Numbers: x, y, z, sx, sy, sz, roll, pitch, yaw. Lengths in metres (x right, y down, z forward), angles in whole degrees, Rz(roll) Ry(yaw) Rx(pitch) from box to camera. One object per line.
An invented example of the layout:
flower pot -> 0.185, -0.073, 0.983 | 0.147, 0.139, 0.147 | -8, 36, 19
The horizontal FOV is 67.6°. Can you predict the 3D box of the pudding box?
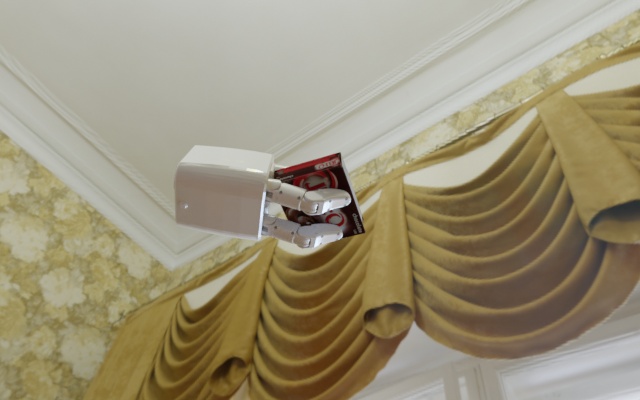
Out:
pudding box -> 0.000, 0.002, 0.610 | 0.090, 0.114, 0.039 | -15, 37, 12
